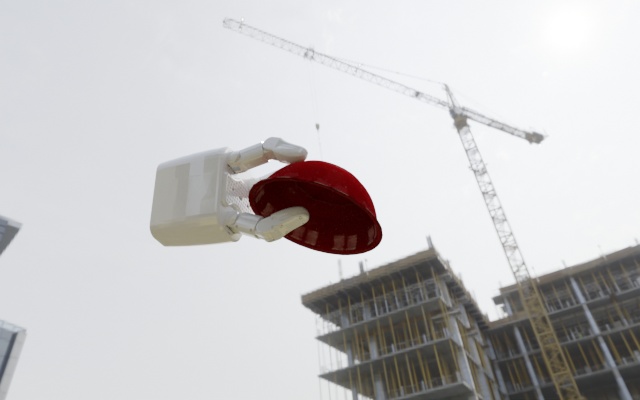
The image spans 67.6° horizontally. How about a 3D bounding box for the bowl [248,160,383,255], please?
[{"bbox_3d":[0.001,0.002,0.562,0.162,0.055,0.162,15,-30,9],"label":"bowl"}]
